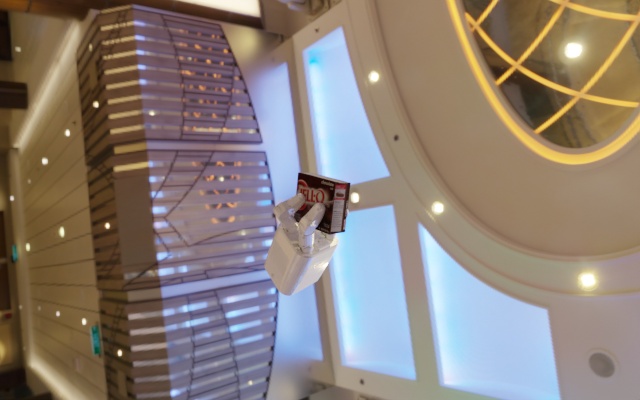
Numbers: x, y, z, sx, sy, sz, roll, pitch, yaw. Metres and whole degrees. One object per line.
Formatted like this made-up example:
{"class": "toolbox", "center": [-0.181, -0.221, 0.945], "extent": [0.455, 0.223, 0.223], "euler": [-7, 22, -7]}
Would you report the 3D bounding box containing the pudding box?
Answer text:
{"class": "pudding box", "center": [0.000, 0.003, 0.828], "extent": [0.039, 0.090, 0.113], "euler": [-3, 12, -39]}
